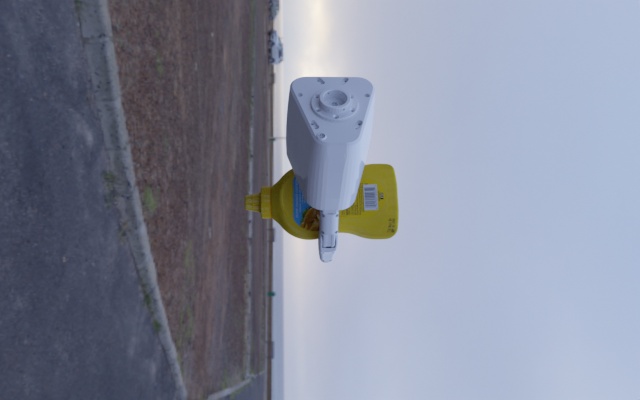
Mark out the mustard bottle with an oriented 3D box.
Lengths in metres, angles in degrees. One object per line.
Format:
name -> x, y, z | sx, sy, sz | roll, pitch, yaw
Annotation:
mustard bottle -> 0.000, 0.002, 0.611 | 0.191, 0.096, 0.058 | 0, -12, -4
